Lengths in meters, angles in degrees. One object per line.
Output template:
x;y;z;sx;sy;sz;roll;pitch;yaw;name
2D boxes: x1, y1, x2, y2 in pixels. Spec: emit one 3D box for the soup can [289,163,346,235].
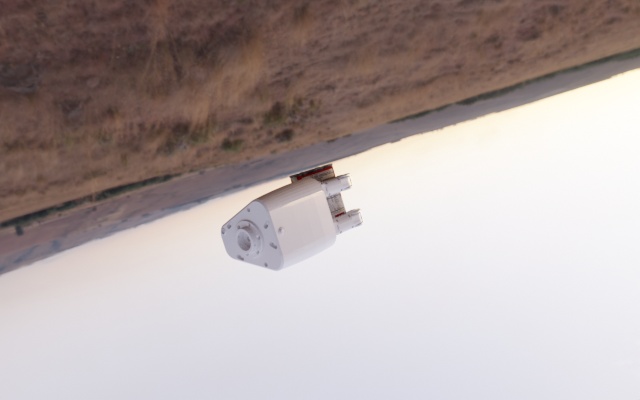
0.000;0.003;0.715;0.068;0.102;0.068;-17;5;1;soup can
